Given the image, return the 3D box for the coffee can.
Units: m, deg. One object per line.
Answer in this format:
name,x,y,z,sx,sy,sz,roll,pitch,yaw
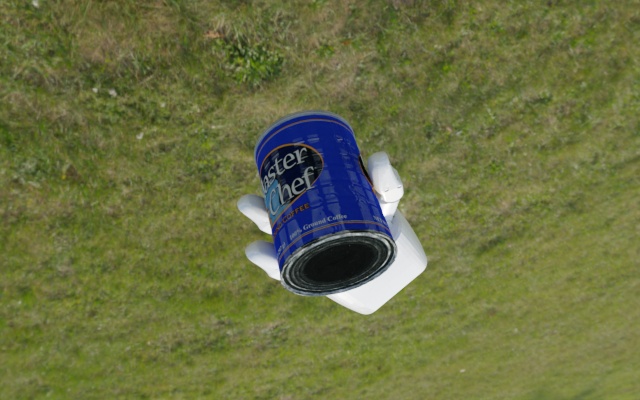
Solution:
coffee can,0.000,0.001,0.440,0.103,0.140,0.103,-11,-36,-8
